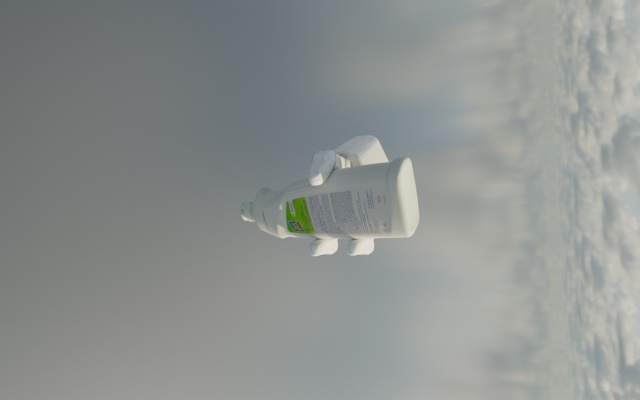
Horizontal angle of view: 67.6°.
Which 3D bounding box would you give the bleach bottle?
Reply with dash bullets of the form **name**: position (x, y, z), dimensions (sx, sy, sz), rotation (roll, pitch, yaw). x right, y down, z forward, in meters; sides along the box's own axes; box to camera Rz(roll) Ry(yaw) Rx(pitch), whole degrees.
- **bleach bottle**: position (0.000, 0.002, 0.648), dimensions (0.251, 0.103, 0.068), rotation (-3, 22, 26)
